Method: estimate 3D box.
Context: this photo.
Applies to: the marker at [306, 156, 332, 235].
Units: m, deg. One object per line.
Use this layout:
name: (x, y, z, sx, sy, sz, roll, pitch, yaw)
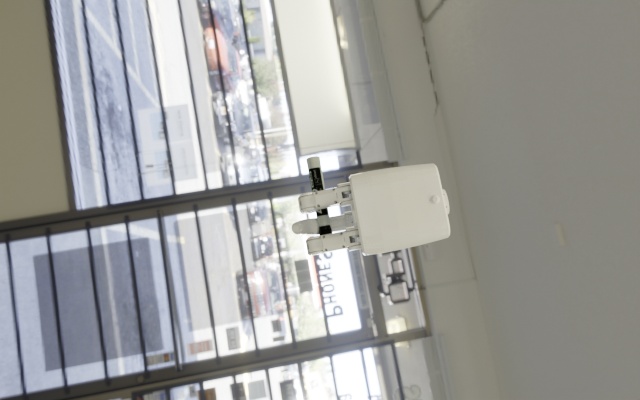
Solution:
marker: (0.000, 0.002, 0.630, 0.020, 0.121, 0.020, -10, -7, -1)
